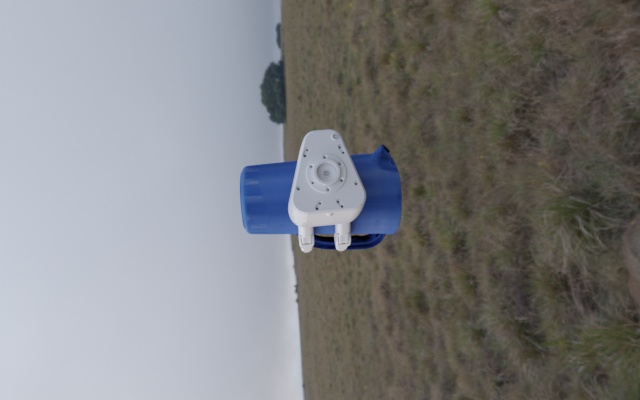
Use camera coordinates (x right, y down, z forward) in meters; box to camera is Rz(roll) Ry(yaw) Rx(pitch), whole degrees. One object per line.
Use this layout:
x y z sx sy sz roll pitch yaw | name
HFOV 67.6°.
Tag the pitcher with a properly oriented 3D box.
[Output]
0.000 0.002 0.759 0.243 0.149 0.145 -3 -10 -4 | pitcher
